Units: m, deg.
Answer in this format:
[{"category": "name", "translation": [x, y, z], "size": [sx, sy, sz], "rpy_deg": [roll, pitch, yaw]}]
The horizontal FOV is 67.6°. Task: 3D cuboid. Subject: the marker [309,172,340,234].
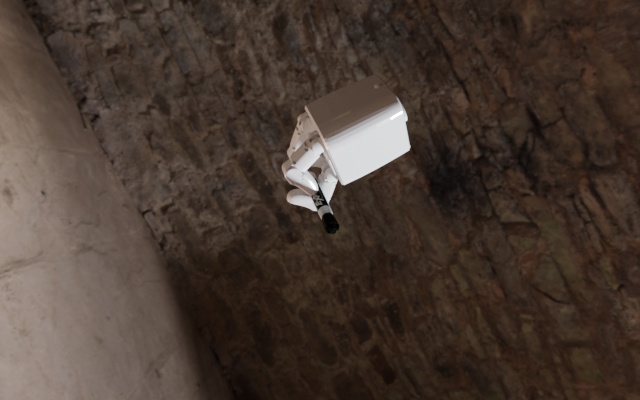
[{"category": "marker", "translation": [0.000, 0.002, 0.629], "size": [0.020, 0.020, 0.121], "rpy_deg": [0, 36, -19]}]
